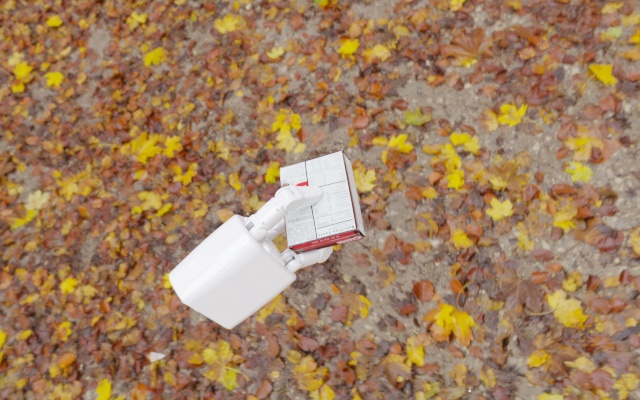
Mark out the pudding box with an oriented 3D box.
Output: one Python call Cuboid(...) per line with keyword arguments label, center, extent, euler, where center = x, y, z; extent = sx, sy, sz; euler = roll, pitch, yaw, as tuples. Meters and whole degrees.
Cuboid(label="pudding box", center=(0.000, 0.002, 0.588), extent=(0.090, 0.113, 0.039), euler=(-15, -24, 13))
